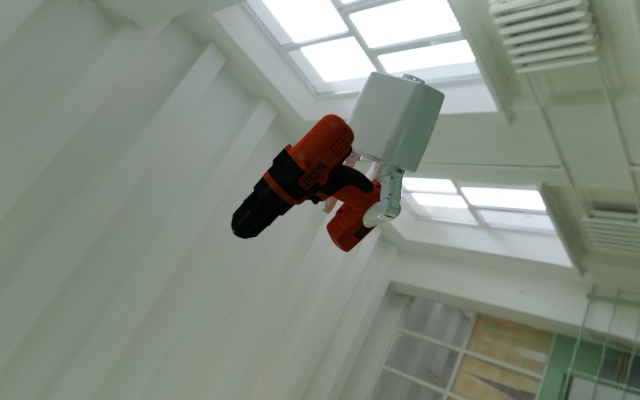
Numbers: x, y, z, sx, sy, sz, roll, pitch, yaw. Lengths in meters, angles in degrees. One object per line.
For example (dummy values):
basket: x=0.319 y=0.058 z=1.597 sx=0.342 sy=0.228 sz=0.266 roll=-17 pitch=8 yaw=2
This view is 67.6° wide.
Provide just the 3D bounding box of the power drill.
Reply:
power drill: x=0.000 y=0.002 z=0.607 sx=0.188 sy=0.184 sz=0.057 roll=36 pitch=13 yaw=-51
